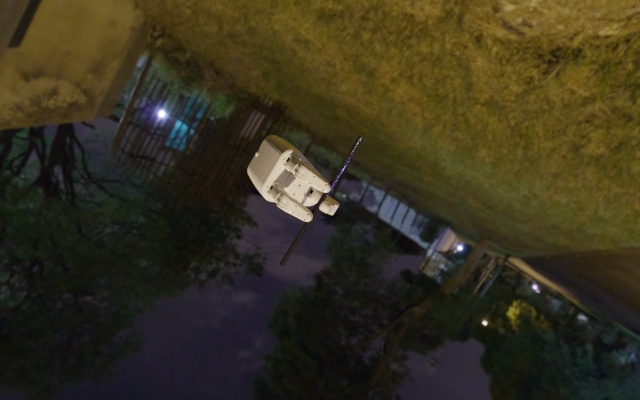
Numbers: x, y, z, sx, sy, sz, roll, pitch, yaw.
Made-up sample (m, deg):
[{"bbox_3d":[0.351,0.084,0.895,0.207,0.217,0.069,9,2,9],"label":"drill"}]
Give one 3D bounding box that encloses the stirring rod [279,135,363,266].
[{"bbox_3d":[0.000,0.002,0.754,0.011,0.239,0.011,31,8,-5],"label":"stirring rod"}]
